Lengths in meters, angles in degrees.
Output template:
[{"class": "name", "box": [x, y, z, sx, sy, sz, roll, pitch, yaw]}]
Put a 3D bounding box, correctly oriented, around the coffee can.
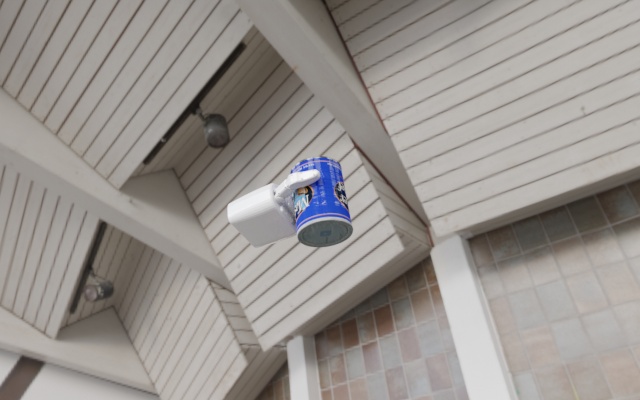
[{"class": "coffee can", "box": [0.000, 0.003, 0.898, 0.103, 0.140, 0.103, -6, -32, -4]}]
